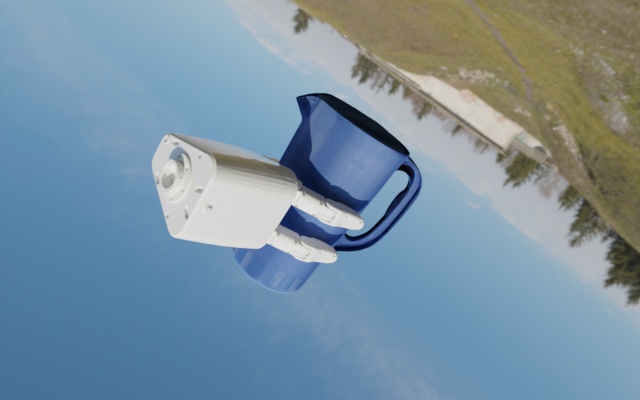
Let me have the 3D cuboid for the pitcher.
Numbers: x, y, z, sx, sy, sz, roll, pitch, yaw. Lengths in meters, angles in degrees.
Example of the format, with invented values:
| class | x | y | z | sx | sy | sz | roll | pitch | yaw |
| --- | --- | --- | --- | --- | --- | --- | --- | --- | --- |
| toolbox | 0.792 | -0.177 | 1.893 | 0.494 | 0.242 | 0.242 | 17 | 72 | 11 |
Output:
| class | x | y | z | sx | sy | sz | roll | pitch | yaw |
| --- | --- | --- | --- | --- | --- | --- | --- | --- | --- |
| pitcher | 0.000 | 0.002 | 0.603 | 0.145 | 0.243 | 0.149 | 11 | 29 | -50 |
